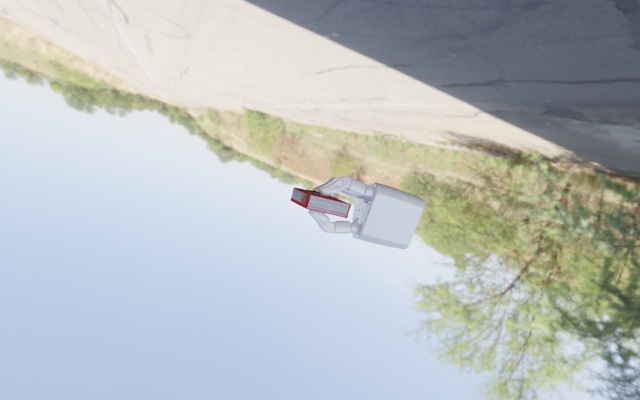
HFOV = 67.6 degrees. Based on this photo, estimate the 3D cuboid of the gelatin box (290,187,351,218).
[{"bbox_3d":[0.000,0.003,0.868,0.089,0.030,0.073,13,6,-28],"label":"gelatin box"}]
